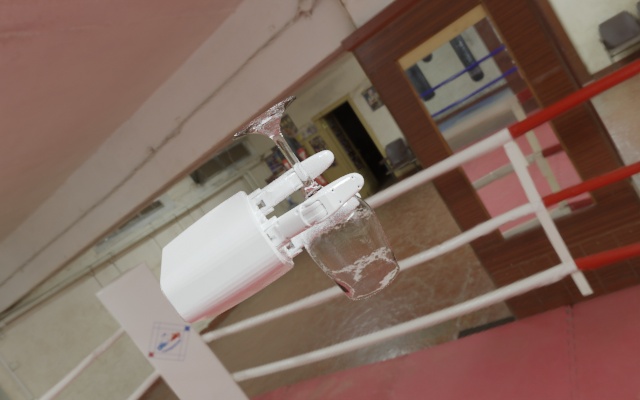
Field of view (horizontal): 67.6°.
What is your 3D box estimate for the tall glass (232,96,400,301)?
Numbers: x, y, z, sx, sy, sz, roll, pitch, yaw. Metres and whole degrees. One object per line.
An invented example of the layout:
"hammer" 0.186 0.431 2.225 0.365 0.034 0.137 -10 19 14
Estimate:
"tall glass" 0.000 0.001 0.475 0.079 0.201 0.079 -34 7 5
